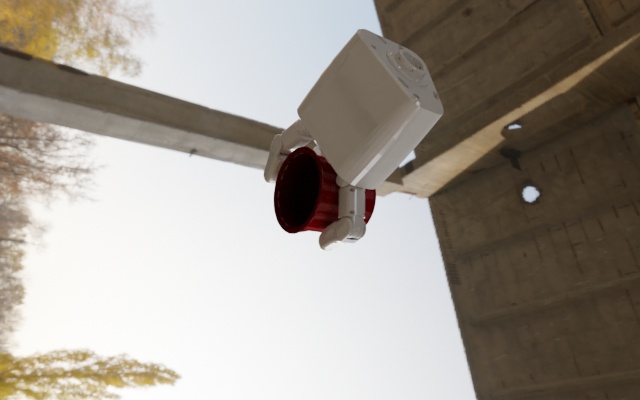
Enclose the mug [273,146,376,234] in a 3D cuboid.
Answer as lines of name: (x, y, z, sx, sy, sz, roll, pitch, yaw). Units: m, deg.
mug: (-0.001, 0.003, 0.533, 0.081, 0.093, 0.117, 10, -43, -35)
